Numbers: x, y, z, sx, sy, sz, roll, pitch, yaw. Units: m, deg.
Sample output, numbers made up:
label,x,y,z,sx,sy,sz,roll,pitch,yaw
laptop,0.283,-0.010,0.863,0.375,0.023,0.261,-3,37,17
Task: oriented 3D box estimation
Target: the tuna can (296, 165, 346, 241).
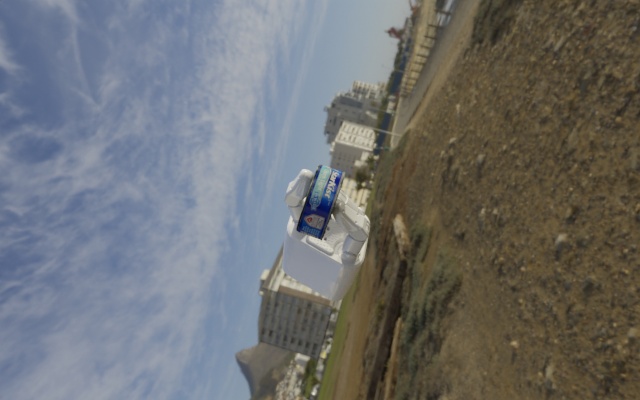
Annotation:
label,x,y,z,sx,sy,sz,roll,pitch,yaw
tuna can,0.000,0.002,0.564,0.034,0.086,0.086,19,0,0
